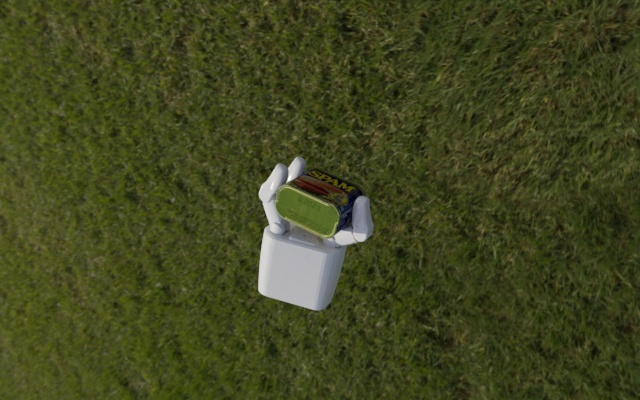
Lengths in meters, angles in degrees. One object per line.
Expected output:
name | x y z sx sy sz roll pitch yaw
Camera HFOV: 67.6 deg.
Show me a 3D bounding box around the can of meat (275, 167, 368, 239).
can of meat | 0.000 0.002 0.653 0.102 0.057 0.084 24 29 20
